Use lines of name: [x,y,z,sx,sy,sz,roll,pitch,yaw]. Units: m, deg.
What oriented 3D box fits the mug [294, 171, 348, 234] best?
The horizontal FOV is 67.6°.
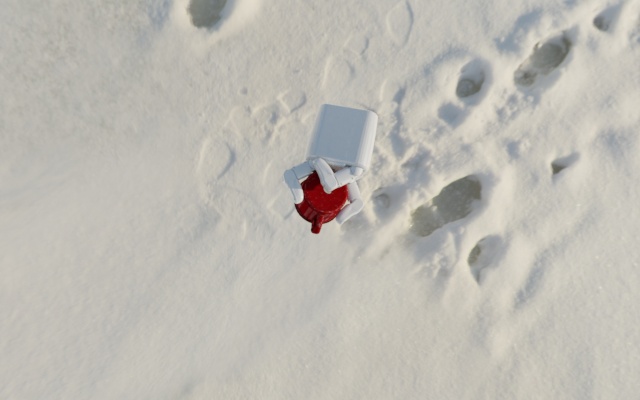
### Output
mug: [0.000,0.004,0.863,0.093,0.117,0.081,14,-14,-7]
